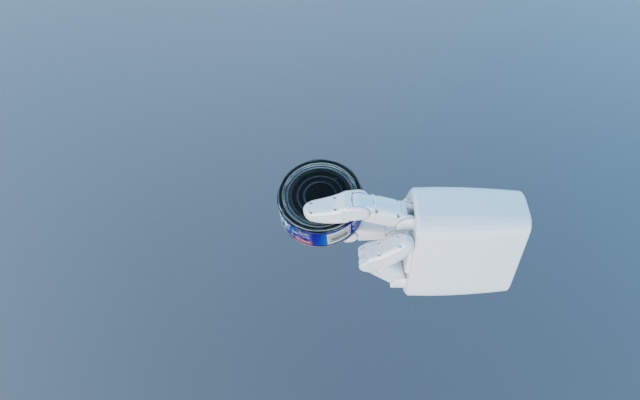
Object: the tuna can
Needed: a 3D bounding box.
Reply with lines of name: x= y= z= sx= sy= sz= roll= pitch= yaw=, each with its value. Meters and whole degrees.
tuna can: x=0.000 y=0.001 z=0.474 sx=0.086 sy=0.086 sz=0.034 roll=0 pitch=-30 yaw=4
